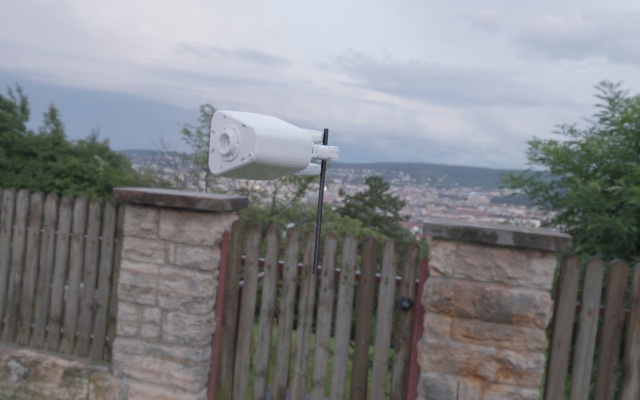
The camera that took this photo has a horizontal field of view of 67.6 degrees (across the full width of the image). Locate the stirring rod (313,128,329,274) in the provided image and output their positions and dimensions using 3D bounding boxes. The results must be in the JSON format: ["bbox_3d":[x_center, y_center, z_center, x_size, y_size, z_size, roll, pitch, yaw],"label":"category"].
[{"bbox_3d":[0.000,0.003,0.787,0.011,0.239,0.011,4,4,0],"label":"stirring rod"}]
